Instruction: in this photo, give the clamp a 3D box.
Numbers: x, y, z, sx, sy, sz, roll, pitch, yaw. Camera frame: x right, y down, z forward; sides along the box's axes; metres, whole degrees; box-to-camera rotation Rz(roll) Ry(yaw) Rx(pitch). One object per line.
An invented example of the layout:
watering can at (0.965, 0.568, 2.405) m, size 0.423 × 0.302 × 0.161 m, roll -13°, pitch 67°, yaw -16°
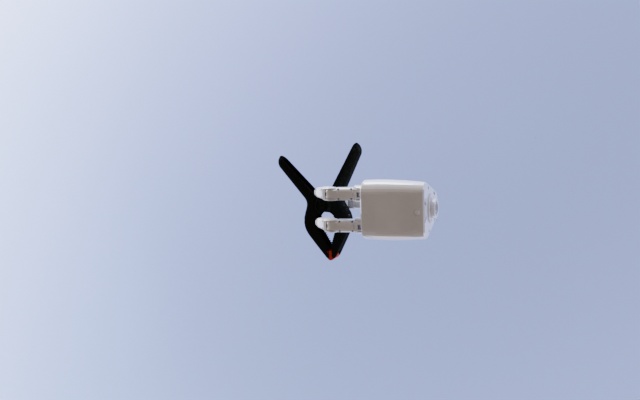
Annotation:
clamp at (0.001, 0.003, 0.874) m, size 0.164 × 0.210 × 0.036 m, roll 1°, pitch 7°, yaw 26°
